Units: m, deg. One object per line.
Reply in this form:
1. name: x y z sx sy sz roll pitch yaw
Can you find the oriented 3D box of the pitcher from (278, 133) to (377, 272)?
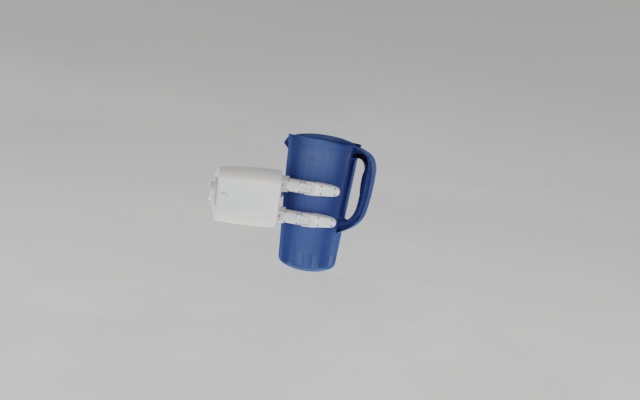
1. pitcher: 0.000 0.003 0.870 0.145 0.243 0.149 6 9 -17
